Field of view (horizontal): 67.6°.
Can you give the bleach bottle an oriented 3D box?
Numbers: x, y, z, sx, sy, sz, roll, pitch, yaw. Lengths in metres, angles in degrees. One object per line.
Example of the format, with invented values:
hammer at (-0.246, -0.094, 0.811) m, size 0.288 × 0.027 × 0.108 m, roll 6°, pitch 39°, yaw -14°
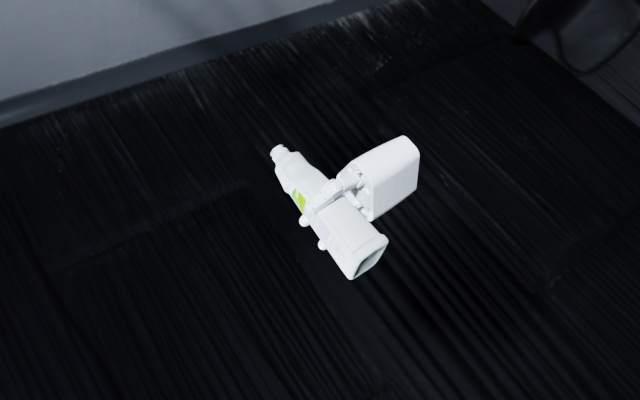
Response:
bleach bottle at (0.000, 0.003, 0.767) m, size 0.068 × 0.250 × 0.103 m, roll -30°, pitch -21°, yaw -23°
